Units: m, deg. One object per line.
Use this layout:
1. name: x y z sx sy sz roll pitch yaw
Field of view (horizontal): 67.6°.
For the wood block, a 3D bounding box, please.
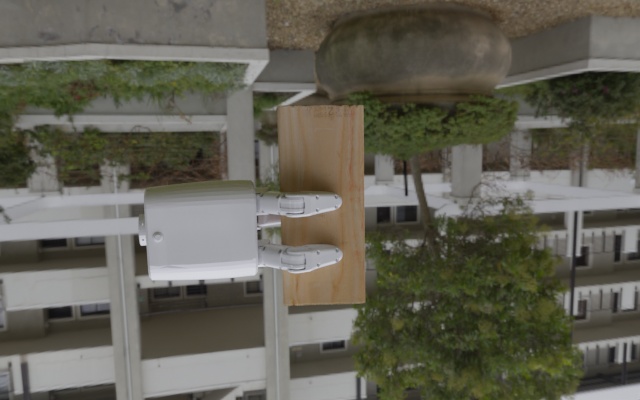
1. wood block: 0.000 0.002 0.532 0.090 0.206 0.091 -1 7 -4
